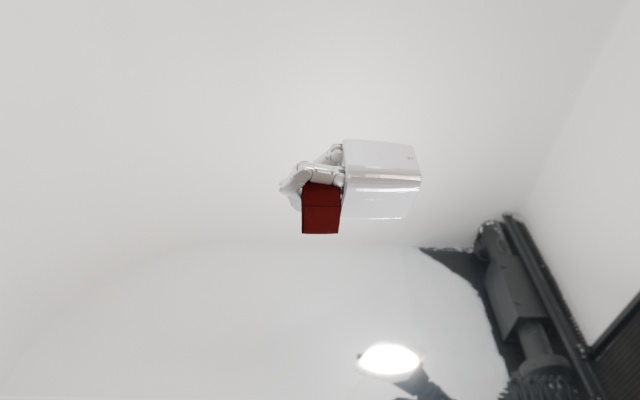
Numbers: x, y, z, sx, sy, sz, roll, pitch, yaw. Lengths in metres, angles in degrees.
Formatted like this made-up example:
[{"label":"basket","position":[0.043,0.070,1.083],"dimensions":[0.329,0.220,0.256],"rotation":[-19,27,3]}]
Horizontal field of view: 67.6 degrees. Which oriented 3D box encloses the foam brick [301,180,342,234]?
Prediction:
[{"label":"foam brick","position":[0.000,0.002,0.663],"dimensions":[0.051,0.053,0.078],"rotation":[3,42,-5]}]
